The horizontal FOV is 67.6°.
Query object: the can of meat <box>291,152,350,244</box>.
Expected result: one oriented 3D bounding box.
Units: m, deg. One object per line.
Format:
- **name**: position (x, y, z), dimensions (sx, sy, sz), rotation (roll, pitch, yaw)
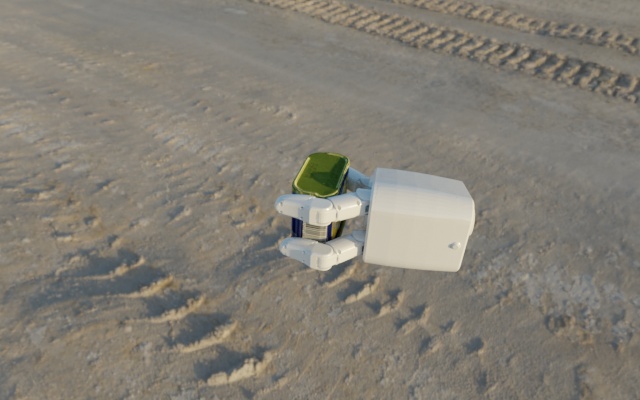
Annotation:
- **can of meat**: position (0.000, 0.001, 0.556), dimensions (0.057, 0.084, 0.102), rotation (10, 34, 9)
